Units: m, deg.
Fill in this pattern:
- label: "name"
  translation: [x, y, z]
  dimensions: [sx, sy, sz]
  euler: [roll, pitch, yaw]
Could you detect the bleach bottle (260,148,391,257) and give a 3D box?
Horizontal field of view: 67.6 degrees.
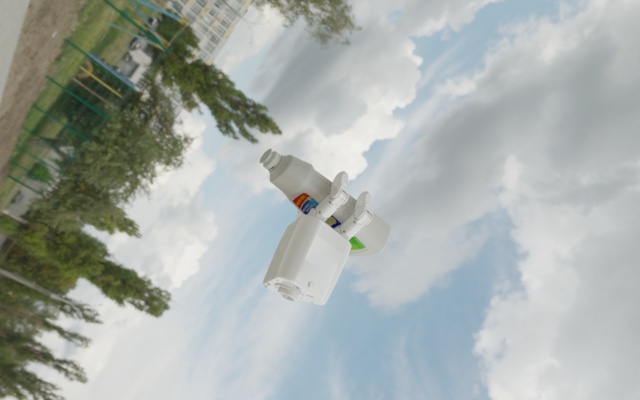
- label: "bleach bottle"
  translation: [0.000, 0.003, 0.783]
  dimensions: [0.251, 0.068, 0.102]
  euler: [38, -27, -26]
